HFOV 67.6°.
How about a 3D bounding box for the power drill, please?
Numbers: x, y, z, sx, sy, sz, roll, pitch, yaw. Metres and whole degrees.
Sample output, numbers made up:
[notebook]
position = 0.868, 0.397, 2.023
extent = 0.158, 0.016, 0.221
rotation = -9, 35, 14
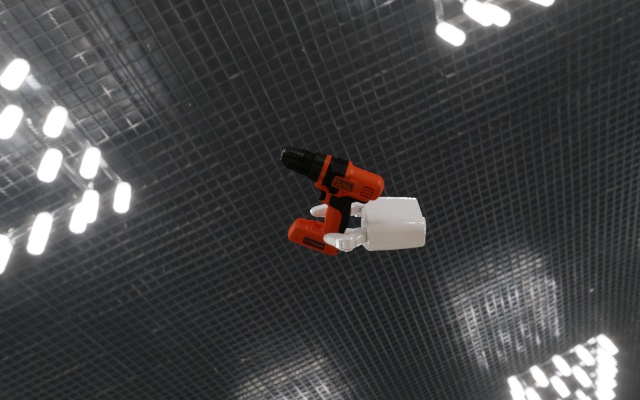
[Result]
[power drill]
position = 0.000, 0.003, 0.862
extent = 0.184, 0.188, 0.057
rotation = 21, 38, 0
